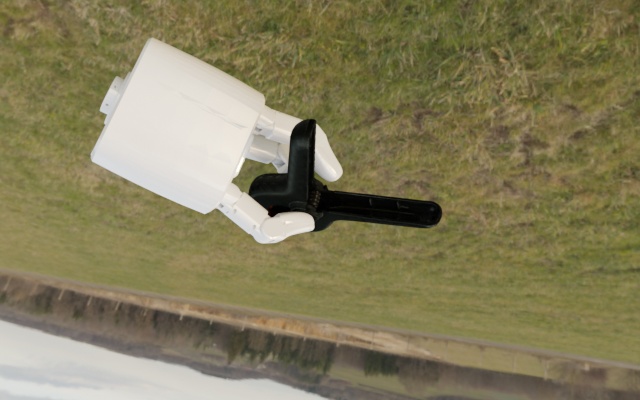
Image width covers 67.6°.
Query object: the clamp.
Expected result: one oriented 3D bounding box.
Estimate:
[{"bbox_3d":[-0.001,0.002,0.467,0.164,0.036,0.210,28,-27,-23],"label":"clamp"}]
